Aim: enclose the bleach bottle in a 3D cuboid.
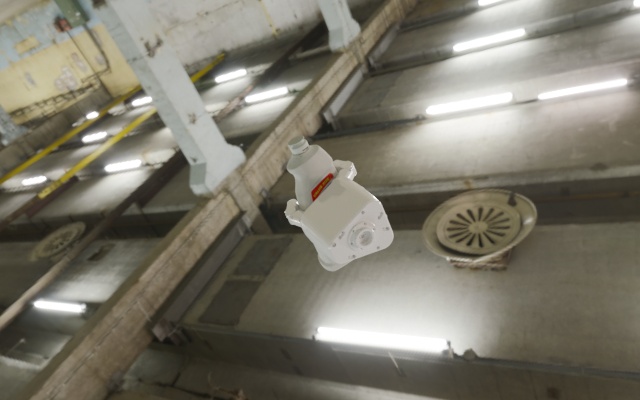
[{"bbox_3d":[0.000,0.003,0.846,0.102,0.251,0.068,-32,31,-10],"label":"bleach bottle"}]
